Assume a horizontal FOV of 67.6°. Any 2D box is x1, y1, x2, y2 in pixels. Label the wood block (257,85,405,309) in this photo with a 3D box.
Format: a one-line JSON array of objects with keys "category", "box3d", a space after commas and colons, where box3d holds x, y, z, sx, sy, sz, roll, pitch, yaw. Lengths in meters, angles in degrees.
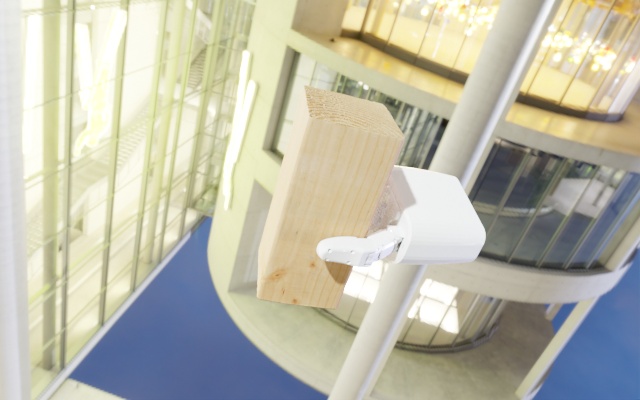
[{"category": "wood block", "box3d": [0.000, 0.002, 0.492, 0.090, 0.206, 0.090, 11, 29, -13]}]
